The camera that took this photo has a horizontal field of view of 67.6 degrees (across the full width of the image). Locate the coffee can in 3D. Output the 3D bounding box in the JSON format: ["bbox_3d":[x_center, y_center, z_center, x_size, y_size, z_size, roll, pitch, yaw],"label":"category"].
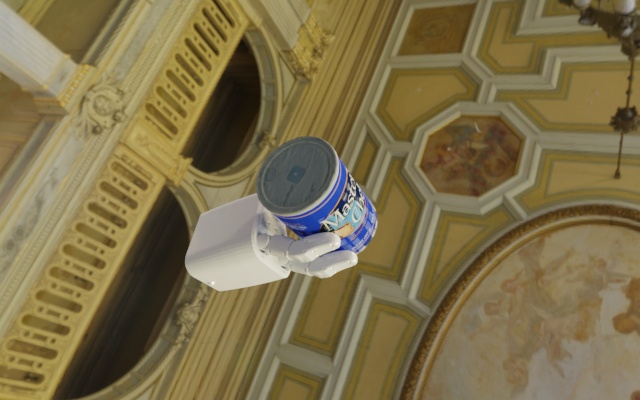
[{"bbox_3d":[0.000,0.002,0.591,0.103,0.102,0.140,0,-28,28],"label":"coffee can"}]
